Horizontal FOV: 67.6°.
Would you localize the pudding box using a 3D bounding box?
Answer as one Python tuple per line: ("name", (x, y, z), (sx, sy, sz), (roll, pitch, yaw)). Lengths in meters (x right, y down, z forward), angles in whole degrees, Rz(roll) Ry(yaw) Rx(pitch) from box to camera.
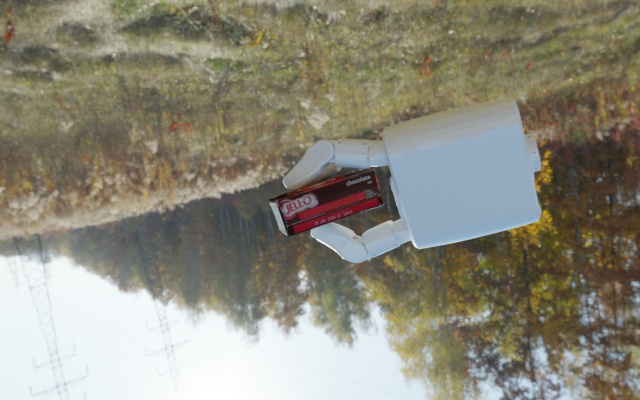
("pudding box", (0.000, 0.002, 0.453), (0.090, 0.039, 0.113), (-17, 1, -10))
